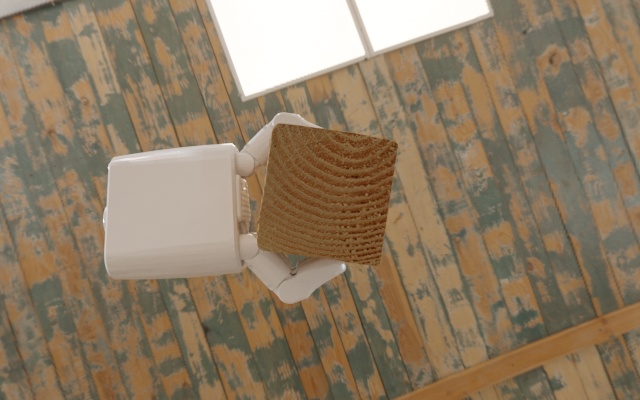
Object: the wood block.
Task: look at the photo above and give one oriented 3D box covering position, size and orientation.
[{"bbox_3d":[0.000,0.001,0.429,0.090,0.091,0.206,8,-3,-3],"label":"wood block"}]
